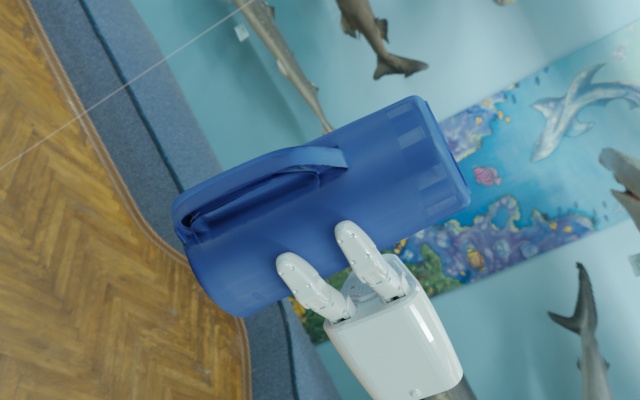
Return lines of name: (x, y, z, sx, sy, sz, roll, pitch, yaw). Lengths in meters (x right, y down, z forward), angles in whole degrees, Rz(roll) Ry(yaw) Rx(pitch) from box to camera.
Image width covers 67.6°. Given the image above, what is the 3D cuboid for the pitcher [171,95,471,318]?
pitcher: (0.000, 0.002, 0.432, 0.243, 0.145, 0.149, -26, 15, 16)
